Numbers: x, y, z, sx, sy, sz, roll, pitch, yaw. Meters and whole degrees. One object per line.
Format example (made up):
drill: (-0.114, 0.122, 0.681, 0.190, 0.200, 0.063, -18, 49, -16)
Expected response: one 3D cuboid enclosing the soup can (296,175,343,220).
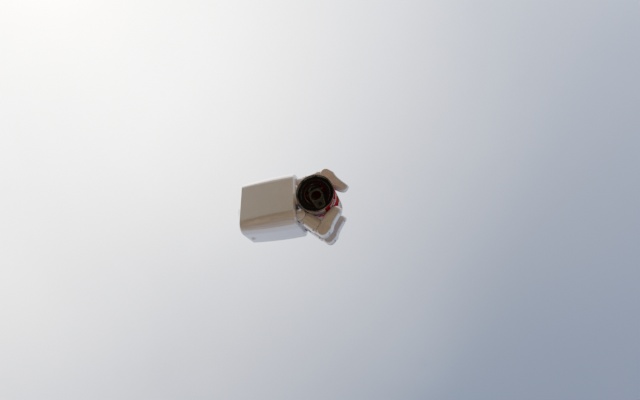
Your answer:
soup can: (0.001, 0.003, 0.869, 0.068, 0.068, 0.102, 0, -19, 12)
